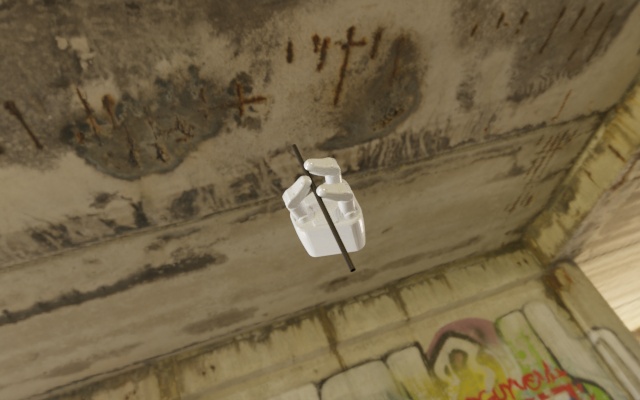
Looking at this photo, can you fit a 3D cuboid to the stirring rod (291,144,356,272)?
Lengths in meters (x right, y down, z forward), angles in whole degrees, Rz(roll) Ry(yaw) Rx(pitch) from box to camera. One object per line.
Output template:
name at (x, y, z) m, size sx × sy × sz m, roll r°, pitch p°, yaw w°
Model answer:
stirring rod at (0.000, 0.002, 0.695) m, size 0.011 × 0.239 × 0.011 m, roll -17°, pitch -35°, yaw -12°
